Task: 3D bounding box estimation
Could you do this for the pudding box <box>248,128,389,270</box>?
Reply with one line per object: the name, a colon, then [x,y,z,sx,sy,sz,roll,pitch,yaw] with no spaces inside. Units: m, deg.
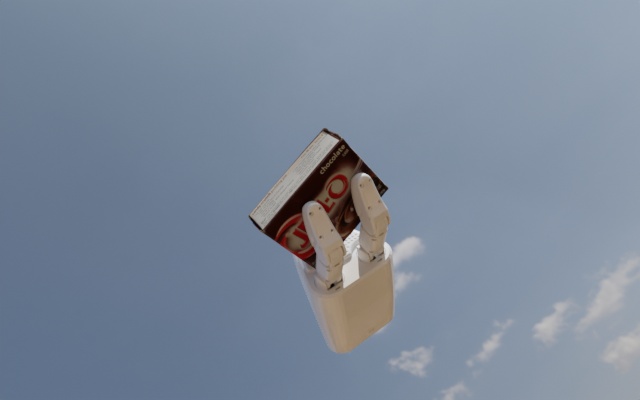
pudding box: [0.000,0.001,0.460,0.039,0.113,0.090,36,-3,46]
